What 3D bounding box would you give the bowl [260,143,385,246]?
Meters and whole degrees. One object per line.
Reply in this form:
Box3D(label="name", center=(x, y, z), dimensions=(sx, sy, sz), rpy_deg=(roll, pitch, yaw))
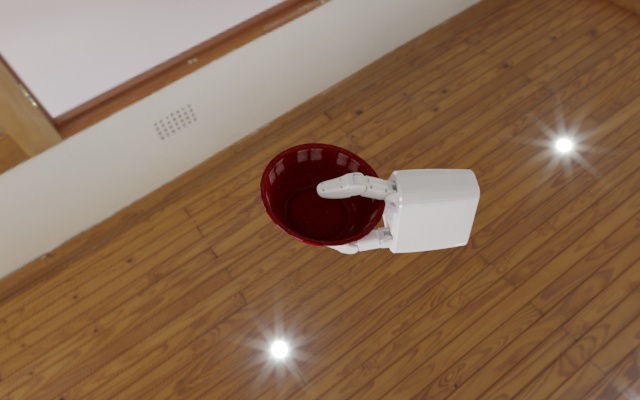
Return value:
Box3D(label="bowl", center=(-0.001, 0.002, 0.627), dimensions=(0.162, 0.162, 0.055), rpy_deg=(0, -35, -11))
